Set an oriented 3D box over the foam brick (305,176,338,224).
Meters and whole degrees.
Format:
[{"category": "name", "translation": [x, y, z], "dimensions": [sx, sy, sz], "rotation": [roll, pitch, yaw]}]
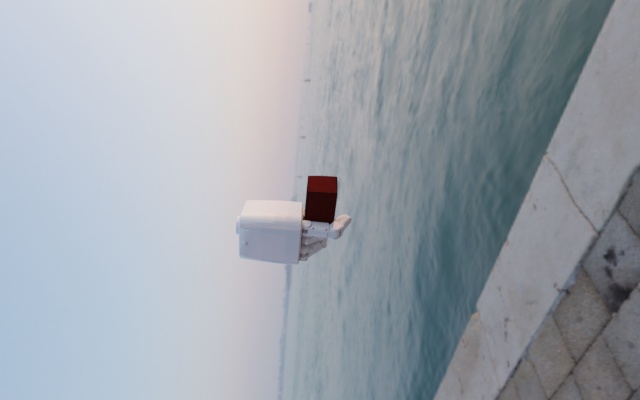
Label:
[{"category": "foam brick", "translation": [0.000, 0.002, 0.823], "dimensions": [0.051, 0.078, 0.053], "rotation": [5, 34, -3]}]
